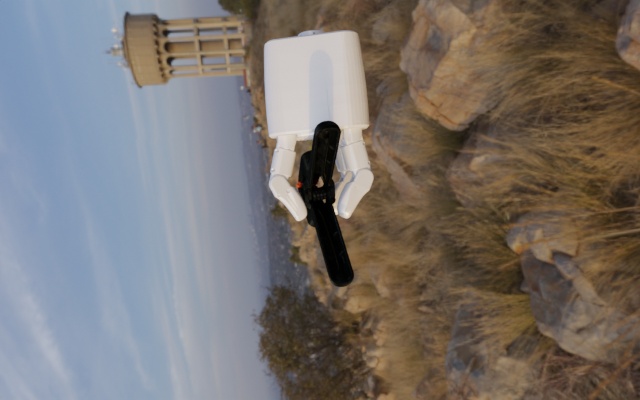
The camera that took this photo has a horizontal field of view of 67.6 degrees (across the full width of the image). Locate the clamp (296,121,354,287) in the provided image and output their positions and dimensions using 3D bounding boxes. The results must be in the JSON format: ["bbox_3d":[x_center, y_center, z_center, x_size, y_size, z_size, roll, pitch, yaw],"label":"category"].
[{"bbox_3d":[-0.001,0.002,0.549,0.036,0.164,0.210,-6,4,-9],"label":"clamp"}]
